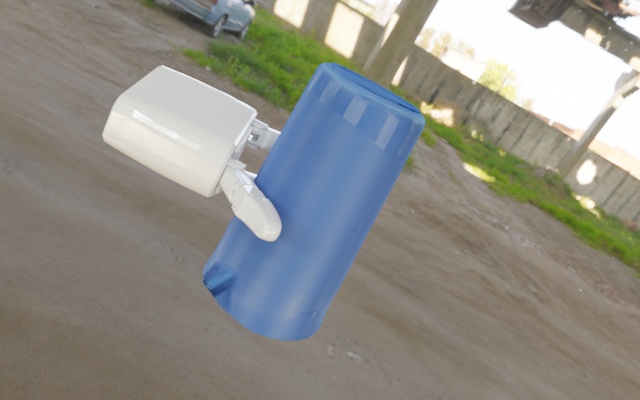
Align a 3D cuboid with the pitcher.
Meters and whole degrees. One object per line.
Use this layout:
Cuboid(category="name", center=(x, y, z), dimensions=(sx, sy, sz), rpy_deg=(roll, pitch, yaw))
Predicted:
Cuboid(category="pitcher", center=(0.000, 0.001, 0.465), dimensions=(0.145, 0.243, 0.149), rpy_deg=(26, 19, -9))
